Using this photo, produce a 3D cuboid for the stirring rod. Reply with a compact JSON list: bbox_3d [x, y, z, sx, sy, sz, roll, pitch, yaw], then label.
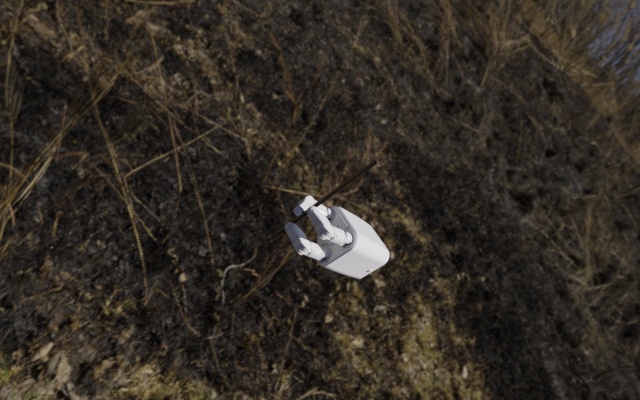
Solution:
[{"bbox_3d":[0.000,0.003,0.804,0.239,0.011,0.011,-36,-19,28],"label":"stirring rod"}]
